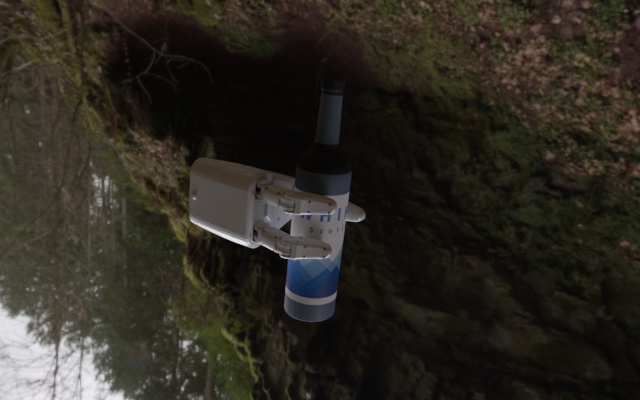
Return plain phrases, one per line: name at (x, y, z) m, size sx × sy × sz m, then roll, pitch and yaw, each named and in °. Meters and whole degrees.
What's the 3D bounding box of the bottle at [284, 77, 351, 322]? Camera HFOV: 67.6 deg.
bottle at (0.000, 0.002, 0.583) m, size 0.069 × 0.296 × 0.069 m, roll 6°, pitch 17°, yaw -2°
